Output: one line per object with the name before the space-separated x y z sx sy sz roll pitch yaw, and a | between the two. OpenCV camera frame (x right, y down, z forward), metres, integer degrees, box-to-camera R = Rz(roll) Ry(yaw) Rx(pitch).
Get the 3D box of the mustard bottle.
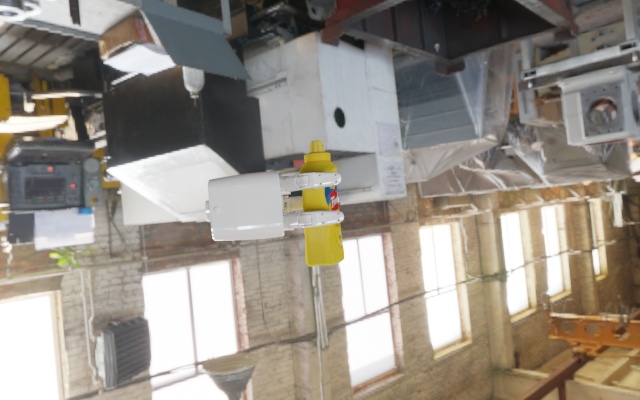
mustard bottle | 0.000 0.003 0.745 0.058 0.191 0.096 -5 -1 16
